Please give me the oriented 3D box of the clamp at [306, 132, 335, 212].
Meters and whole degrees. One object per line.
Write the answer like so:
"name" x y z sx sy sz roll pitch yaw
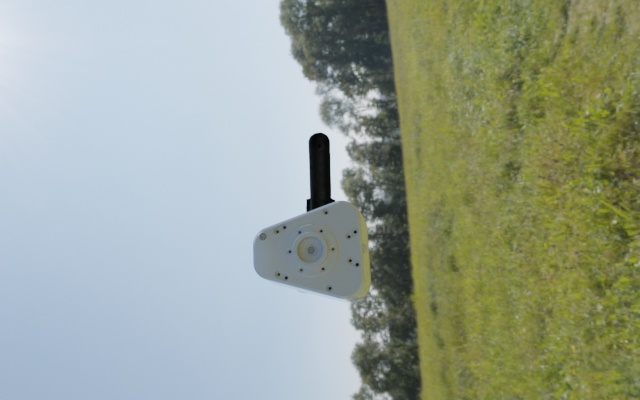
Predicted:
"clamp" -0.001 0.002 0.583 0.039 0.171 0.120 -4 -12 7
